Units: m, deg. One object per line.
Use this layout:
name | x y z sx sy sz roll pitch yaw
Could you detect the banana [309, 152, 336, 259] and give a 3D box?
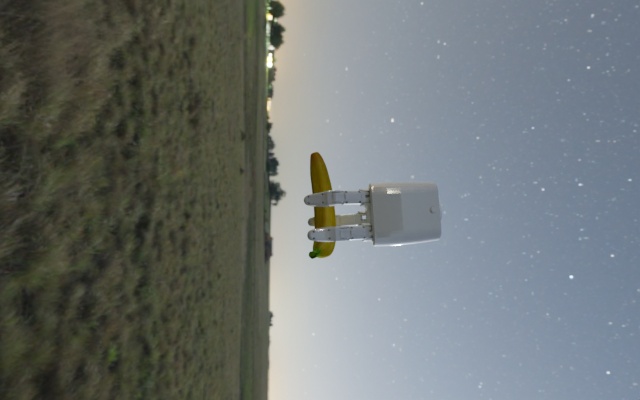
banana | 0.004 0.015 0.782 0.037 0.197 0.070 -7 -32 9
